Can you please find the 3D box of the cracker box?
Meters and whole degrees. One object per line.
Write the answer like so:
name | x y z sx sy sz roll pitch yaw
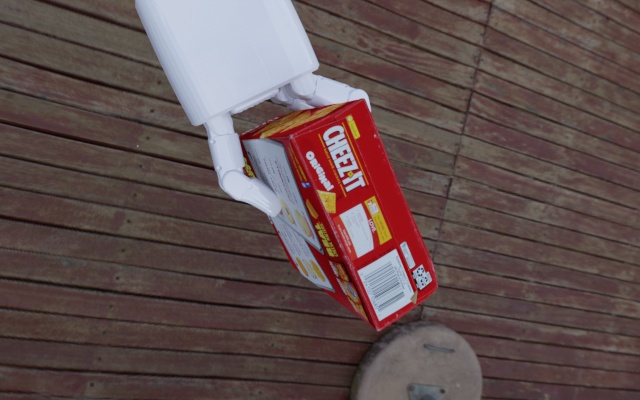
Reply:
cracker box | 0.000 0.002 0.440 0.072 0.164 0.213 -29 15 -16
